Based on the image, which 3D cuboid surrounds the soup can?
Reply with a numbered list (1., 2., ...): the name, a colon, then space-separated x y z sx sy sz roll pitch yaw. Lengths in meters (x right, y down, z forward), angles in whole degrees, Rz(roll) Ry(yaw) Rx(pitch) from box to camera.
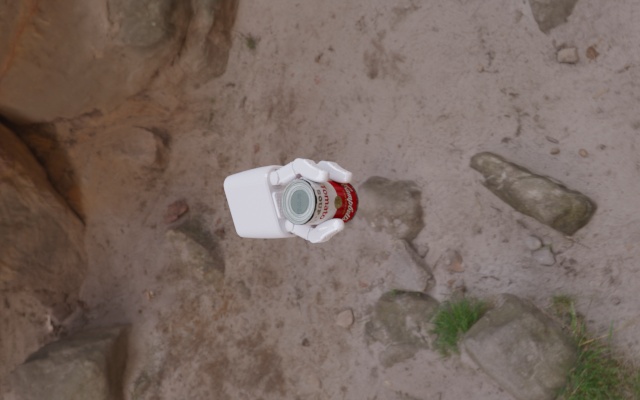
1. soup can: 0.000 0.002 0.709 0.068 0.068 0.102 0 -1 40
